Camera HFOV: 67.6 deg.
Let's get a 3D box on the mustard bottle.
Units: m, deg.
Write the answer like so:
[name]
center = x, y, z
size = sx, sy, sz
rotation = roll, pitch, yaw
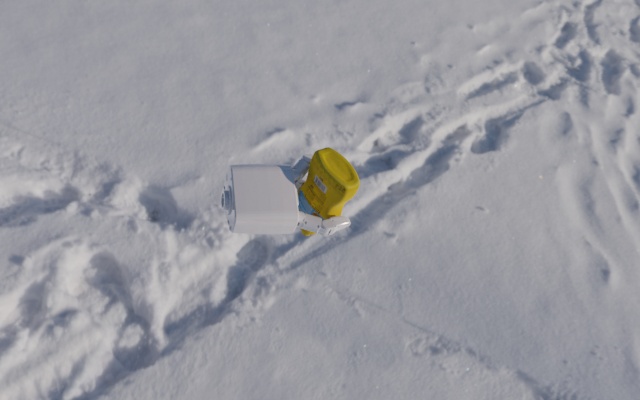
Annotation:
[mustard bottle]
center = 0.001, 0.003, 0.858
size = 0.058, 0.096, 0.192
rotation = -23, -27, -37
